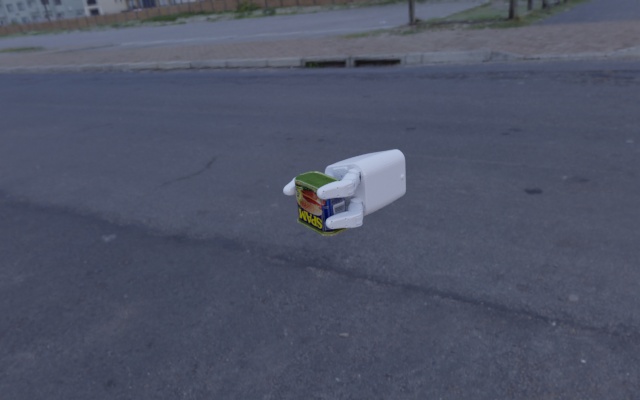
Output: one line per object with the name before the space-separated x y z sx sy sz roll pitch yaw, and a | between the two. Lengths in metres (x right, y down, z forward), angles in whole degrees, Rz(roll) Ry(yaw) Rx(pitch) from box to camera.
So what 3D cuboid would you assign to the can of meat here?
can of meat | 0.000 0.002 0.821 0.057 0.084 0.102 -21 27 -31
